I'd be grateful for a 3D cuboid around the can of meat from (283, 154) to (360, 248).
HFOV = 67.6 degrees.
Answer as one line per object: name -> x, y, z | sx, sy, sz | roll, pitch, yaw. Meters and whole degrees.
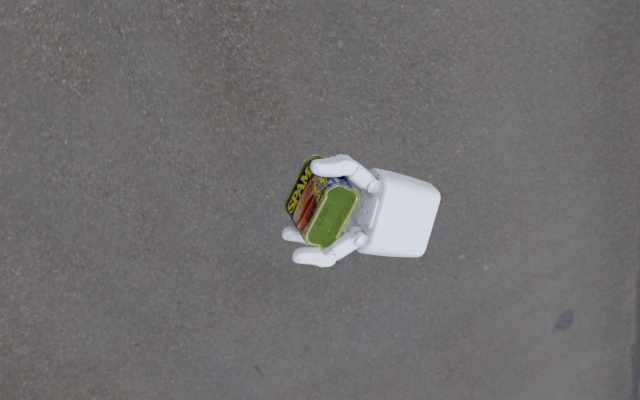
can of meat -> 0.000, 0.002, 0.650 | 0.057, 0.102, 0.084 | 14, 24, -31
